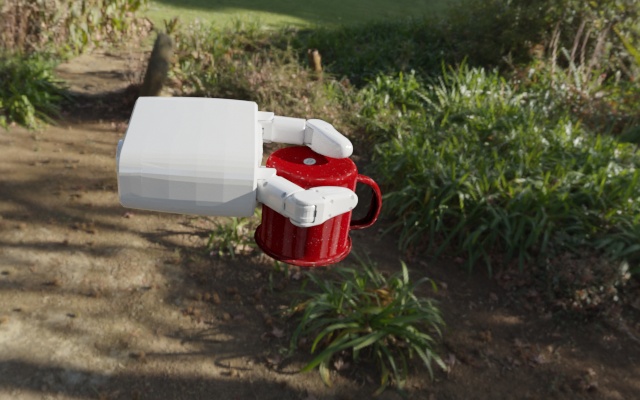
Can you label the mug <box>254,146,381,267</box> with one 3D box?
[{"bbox_3d":[0.002,0.001,0.439,0.117,0.081,0.093,2,27,-12],"label":"mug"}]
